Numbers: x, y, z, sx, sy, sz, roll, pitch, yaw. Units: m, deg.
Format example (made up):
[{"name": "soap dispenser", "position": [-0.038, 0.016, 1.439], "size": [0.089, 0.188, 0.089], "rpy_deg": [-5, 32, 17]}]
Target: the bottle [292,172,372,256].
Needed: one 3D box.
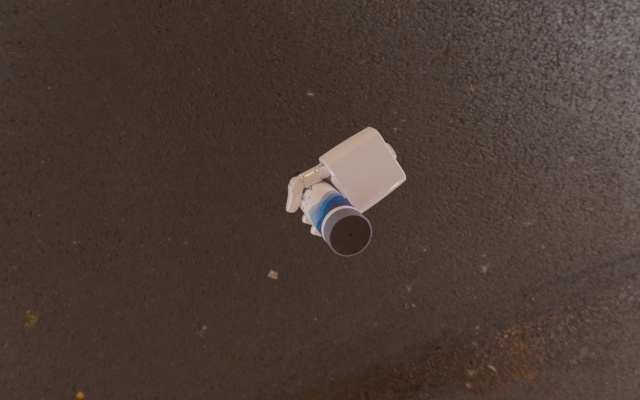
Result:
[{"name": "bottle", "position": [0.000, 0.003, 0.812], "size": [0.069, 0.069, 0.295], "rpy_deg": [0, 19, -18]}]
